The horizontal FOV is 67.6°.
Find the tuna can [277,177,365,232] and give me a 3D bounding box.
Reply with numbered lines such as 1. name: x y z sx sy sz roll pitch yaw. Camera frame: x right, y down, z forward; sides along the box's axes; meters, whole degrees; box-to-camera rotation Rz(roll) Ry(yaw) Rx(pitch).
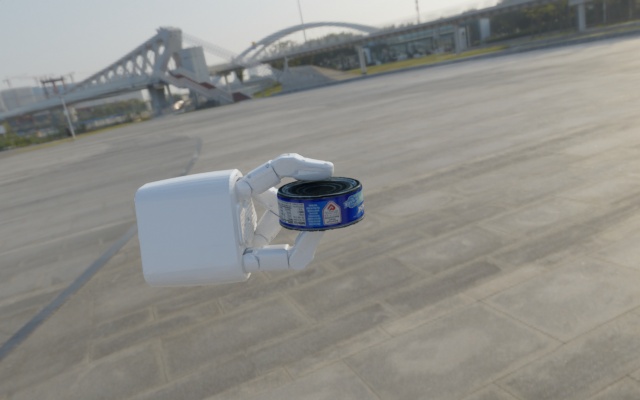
1. tuna can: 0.000 0.001 0.471 0.086 0.034 0.086 -5 15 1
